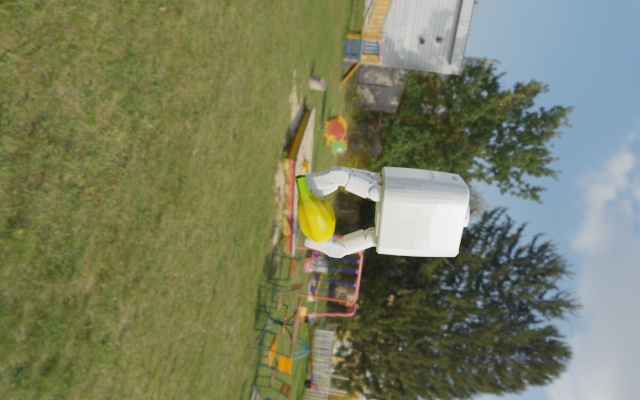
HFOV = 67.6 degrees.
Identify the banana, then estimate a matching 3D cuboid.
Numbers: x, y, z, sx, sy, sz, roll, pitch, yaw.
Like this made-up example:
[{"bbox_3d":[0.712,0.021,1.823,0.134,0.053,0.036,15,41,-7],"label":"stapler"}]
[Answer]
[{"bbox_3d":[-0.001,0.020,0.608,0.037,0.069,0.198,1,-9,6],"label":"banana"}]
